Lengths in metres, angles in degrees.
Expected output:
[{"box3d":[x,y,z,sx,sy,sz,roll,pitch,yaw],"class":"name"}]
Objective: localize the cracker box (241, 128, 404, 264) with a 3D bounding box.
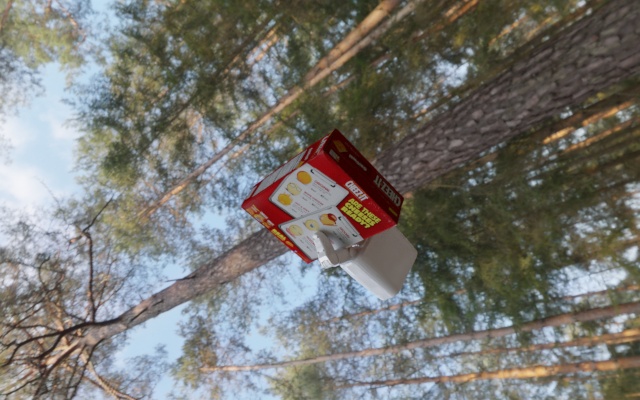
[{"box3d":[0.000,0.003,0.774,0.164,0.072,0.214,43,-46,-19],"class":"cracker box"}]
